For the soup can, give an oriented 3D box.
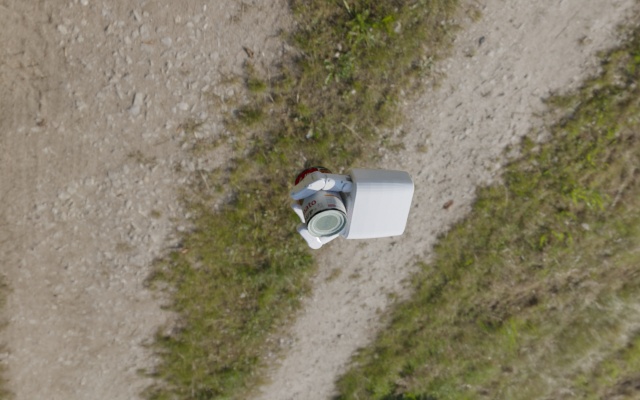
[{"bbox_3d":[0.000,0.003,0.777,0.068,0.102,0.069,-9,-43,-9],"label":"soup can"}]
